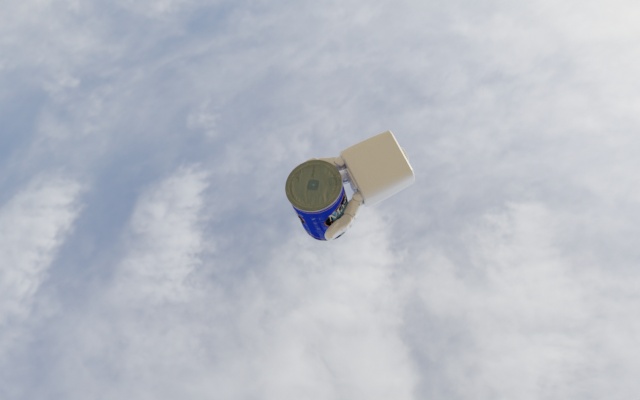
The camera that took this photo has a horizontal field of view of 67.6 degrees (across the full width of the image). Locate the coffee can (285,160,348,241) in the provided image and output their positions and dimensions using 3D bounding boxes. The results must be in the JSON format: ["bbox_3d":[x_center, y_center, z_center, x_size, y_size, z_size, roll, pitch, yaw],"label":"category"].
[{"bbox_3d":[0.000,0.003,0.896,0.103,0.102,0.140,0,-26,12],"label":"coffee can"}]
